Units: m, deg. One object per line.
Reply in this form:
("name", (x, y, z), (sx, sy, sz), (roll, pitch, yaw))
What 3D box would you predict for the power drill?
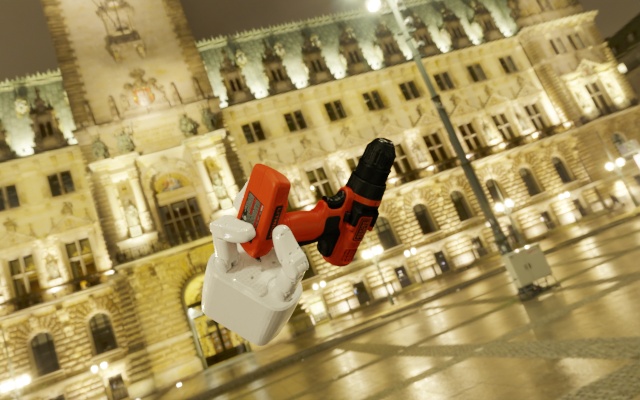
("power drill", (0.000, 0.002, 0.579), (0.187, 0.184, 0.057), (4, 25, -40))
